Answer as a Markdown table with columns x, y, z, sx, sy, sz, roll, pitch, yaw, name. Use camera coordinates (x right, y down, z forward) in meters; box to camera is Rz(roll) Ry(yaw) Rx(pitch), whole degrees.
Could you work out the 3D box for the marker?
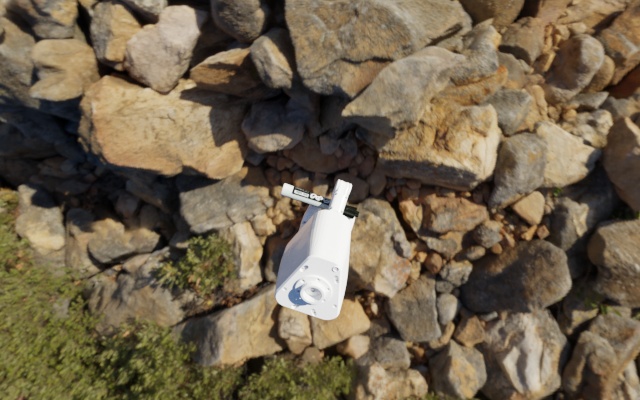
| x | y | z | sx | sy | sz | roll | pitch | yaw | name |
| --- | --- | --- | --- | --- | --- | --- | --- | --- | --- |
| 0.000 | 0.002 | 0.716 | 0.121 | 0.020 | 0.020 | 19 | -1 | -3 | marker |
